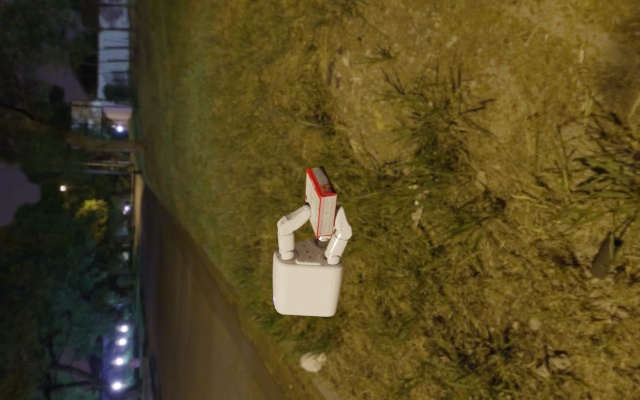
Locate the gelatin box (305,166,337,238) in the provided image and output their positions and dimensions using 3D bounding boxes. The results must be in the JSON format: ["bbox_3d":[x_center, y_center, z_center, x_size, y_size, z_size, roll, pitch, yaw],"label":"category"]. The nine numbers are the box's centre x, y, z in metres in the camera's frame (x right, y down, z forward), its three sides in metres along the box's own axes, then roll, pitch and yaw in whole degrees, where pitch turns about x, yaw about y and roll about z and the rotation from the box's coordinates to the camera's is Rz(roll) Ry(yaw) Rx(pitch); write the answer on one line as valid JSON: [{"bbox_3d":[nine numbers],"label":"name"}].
[{"bbox_3d":[0.000,0.002,0.751,0.030,0.089,0.073,-9,42,-14],"label":"gelatin box"}]
